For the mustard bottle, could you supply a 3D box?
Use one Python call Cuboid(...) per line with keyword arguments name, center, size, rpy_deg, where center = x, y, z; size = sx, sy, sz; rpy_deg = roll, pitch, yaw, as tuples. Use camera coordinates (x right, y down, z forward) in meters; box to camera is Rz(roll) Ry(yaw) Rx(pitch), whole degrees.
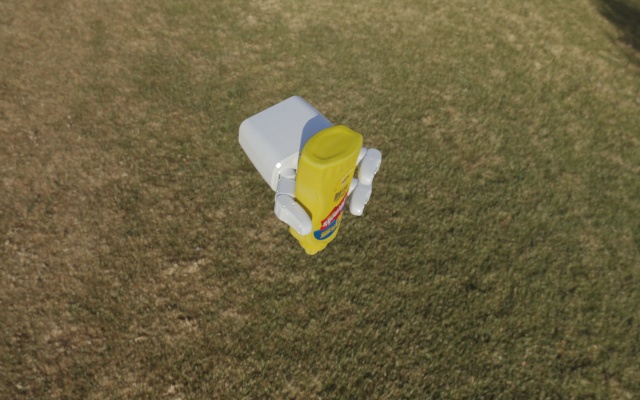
Cuboid(name="mustard bottle", center=(0.000, 0.002, 0.618), size=(0.058, 0.192, 0.096), rpy_deg=(29, 45, 17))
